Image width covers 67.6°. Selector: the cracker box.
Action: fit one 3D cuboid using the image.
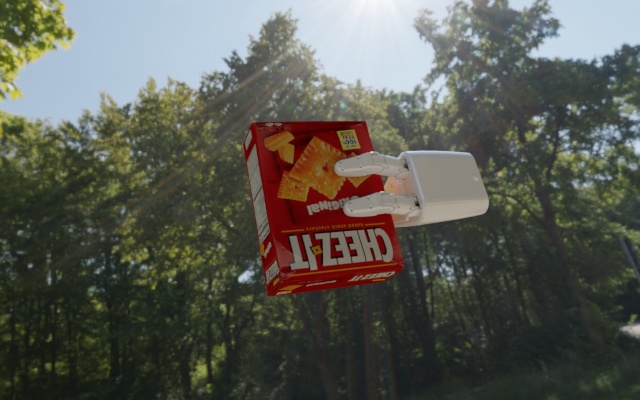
[{"bbox_3d":[0.000,0.002,0.614,0.164,0.213,0.072,-3,-23,-22],"label":"cracker box"}]
